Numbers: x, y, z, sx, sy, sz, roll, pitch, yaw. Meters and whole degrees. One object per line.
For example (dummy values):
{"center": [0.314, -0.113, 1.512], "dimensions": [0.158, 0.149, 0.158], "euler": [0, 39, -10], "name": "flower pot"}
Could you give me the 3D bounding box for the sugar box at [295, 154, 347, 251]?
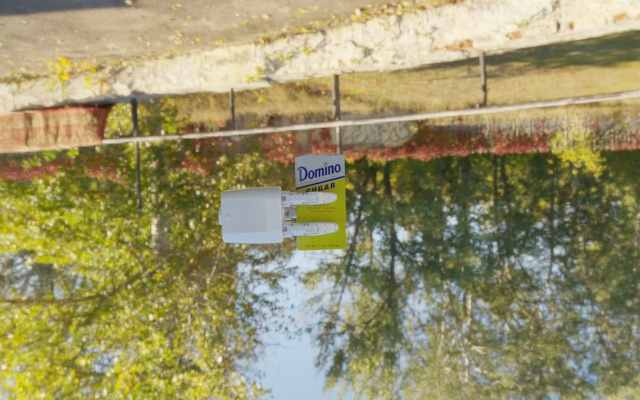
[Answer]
{"center": [0.000, 0.003, 0.891], "dimensions": [0.093, 0.176, 0.048], "euler": [-2, 2, -4], "name": "sugar box"}
